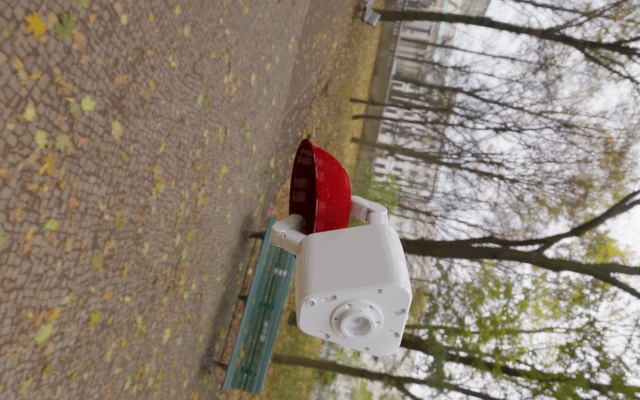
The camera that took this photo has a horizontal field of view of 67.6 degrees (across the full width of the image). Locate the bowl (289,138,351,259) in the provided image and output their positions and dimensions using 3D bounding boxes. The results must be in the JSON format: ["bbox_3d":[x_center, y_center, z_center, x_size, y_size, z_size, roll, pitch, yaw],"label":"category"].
[{"bbox_3d":[0.000,0.001,0.623,0.055,0.162,0.162,2,-1,-15],"label":"bowl"}]
